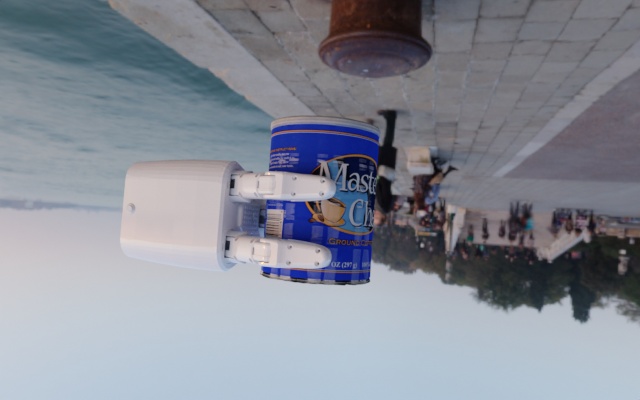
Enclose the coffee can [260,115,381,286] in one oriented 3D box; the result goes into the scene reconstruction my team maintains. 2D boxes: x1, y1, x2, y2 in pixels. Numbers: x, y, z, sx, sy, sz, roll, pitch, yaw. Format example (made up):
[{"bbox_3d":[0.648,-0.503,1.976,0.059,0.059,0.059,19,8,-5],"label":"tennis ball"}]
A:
[{"bbox_3d":[0.000,0.001,0.444,0.103,0.140,0.103,4,-3,0],"label":"coffee can"}]
